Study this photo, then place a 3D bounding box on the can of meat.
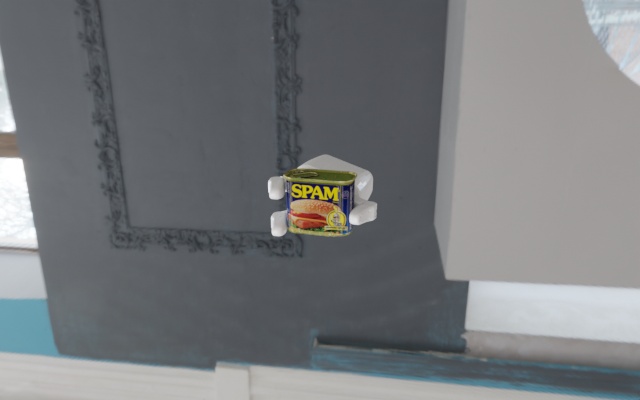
[{"bbox_3d":[0.000,0.003,0.689,0.102,0.084,0.057,5,19,15],"label":"can of meat"}]
